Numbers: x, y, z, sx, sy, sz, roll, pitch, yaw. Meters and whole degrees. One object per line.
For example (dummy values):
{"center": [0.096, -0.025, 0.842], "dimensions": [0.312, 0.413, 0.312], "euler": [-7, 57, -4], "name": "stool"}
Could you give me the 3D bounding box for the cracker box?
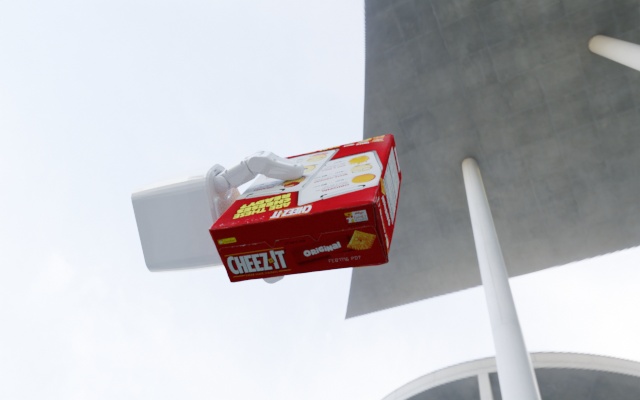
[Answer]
{"center": [0.000, 0.002, 0.530], "dimensions": [0.164, 0.072, 0.213], "euler": [-10, 21, 17], "name": "cracker box"}
